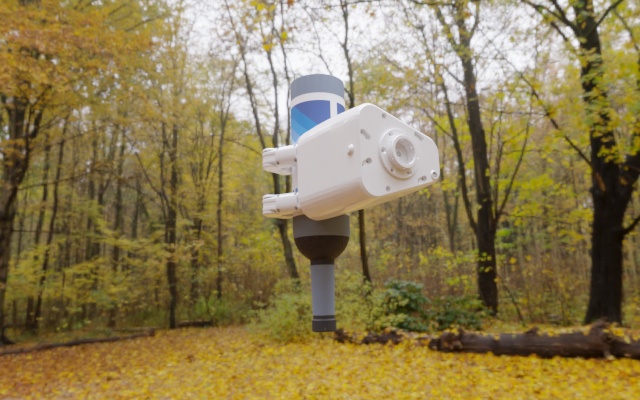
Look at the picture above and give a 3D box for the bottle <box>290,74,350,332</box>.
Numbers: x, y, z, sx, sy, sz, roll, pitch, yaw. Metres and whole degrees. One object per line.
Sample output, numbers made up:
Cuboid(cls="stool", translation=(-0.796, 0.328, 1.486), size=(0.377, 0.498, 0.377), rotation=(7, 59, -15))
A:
Cuboid(cls="bottle", translation=(0.000, 0.002, 0.562), size=(0.069, 0.295, 0.069), rotation=(-2, -11, 0))
